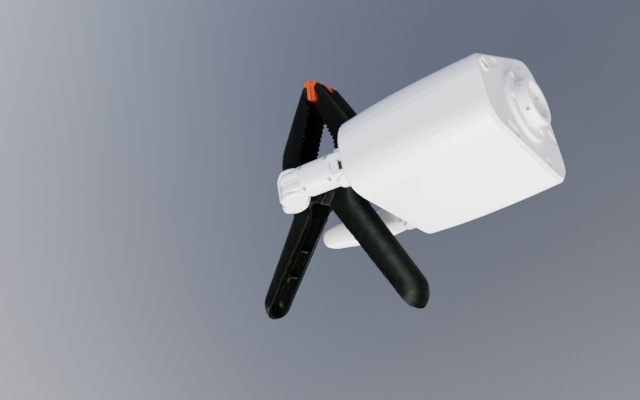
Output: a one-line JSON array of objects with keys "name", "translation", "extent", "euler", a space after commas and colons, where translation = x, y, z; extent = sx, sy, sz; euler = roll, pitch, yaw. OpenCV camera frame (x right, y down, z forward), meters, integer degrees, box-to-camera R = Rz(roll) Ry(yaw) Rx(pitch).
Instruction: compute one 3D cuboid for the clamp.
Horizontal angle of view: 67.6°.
[{"name": "clamp", "translation": [0.000, 0.001, 0.411], "extent": [0.164, 0.210, 0.036], "euler": [-24, -22, 37]}]
